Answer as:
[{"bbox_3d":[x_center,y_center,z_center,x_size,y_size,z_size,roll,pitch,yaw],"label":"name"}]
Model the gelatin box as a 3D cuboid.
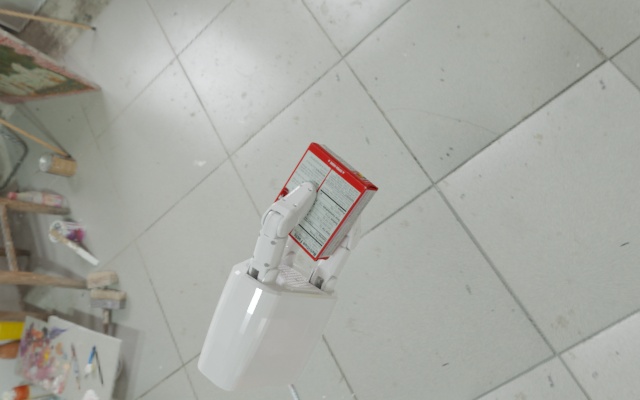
[{"bbox_3d":[0.000,0.001,0.455,0.073,0.089,0.030,41,19,25],"label":"gelatin box"}]
